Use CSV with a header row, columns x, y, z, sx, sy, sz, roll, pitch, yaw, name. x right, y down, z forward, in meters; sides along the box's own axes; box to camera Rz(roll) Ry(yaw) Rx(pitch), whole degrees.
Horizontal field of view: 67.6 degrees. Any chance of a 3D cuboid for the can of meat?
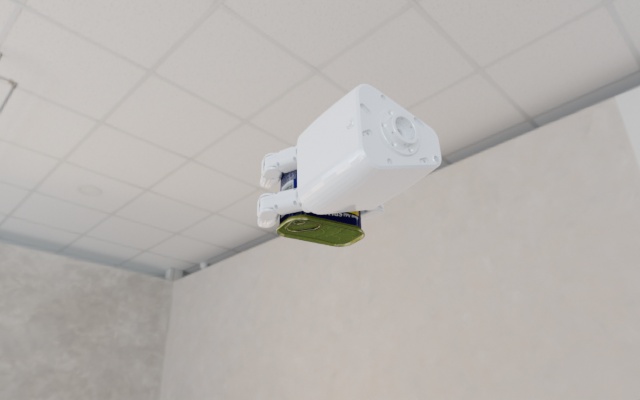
x,y,z,sx,sy,sz,roll,pitch,yaw,name
0.000,0.002,0.570,0.102,0.084,0.057,13,-29,-27,can of meat
